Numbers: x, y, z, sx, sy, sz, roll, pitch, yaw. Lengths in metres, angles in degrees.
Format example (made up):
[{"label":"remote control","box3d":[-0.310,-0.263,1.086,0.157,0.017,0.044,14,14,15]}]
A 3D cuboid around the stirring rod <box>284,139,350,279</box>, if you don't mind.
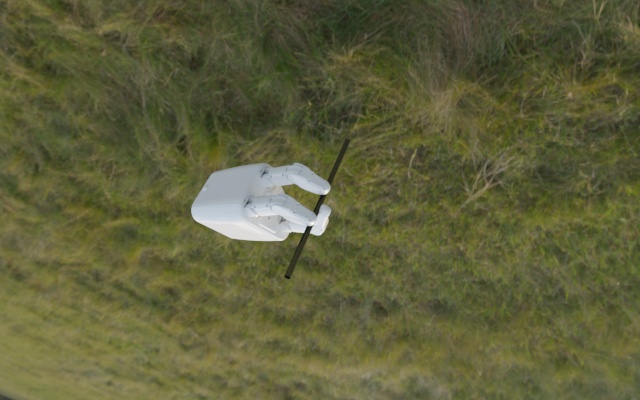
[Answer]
[{"label":"stirring rod","box3d":[0.000,0.002,0.650,0.011,0.239,0.011,16,-34,11]}]
